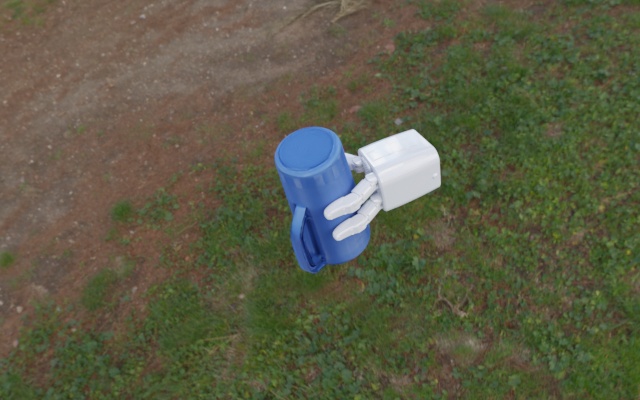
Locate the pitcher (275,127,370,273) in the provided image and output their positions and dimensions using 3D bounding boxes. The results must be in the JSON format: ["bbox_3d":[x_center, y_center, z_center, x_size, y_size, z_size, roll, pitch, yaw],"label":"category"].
[{"bbox_3d":[0.000,0.003,0.818,0.145,0.149,0.243,-21,-41,-1],"label":"pitcher"}]
